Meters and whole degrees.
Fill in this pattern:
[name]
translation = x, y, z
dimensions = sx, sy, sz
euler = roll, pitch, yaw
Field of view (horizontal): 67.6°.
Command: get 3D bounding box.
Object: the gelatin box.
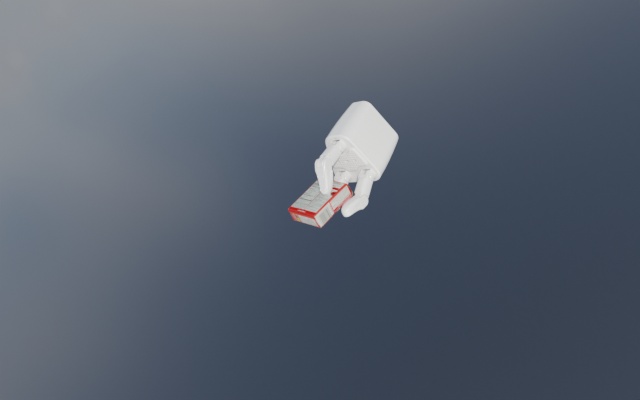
[gelatin box]
translation = 0.000, 0.003, 0.814
dimensions = 0.073, 0.030, 0.089
euler = 13, 50, 48
